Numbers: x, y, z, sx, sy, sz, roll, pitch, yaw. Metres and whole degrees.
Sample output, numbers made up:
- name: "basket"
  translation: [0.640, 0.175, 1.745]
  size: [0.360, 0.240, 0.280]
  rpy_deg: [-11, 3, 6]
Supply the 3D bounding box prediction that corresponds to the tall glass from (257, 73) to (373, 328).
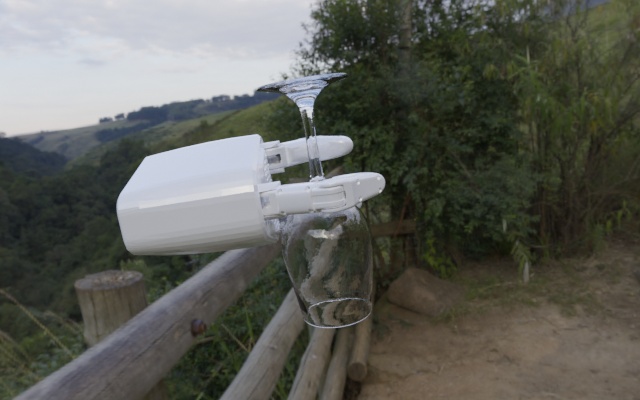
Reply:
- name: "tall glass"
  translation: [0.000, 0.001, 0.401]
  size: [0.079, 0.201, 0.079]
  rpy_deg: [-9, 10, 2]
